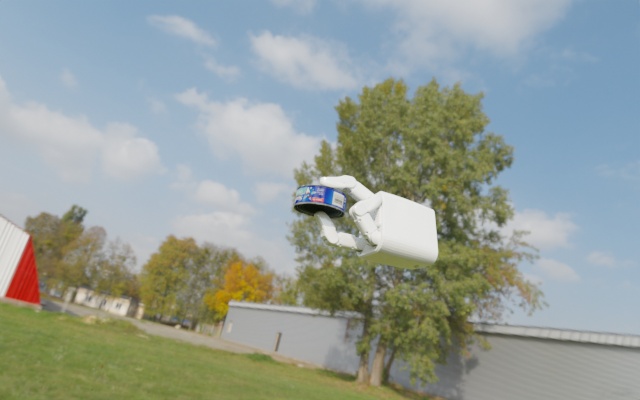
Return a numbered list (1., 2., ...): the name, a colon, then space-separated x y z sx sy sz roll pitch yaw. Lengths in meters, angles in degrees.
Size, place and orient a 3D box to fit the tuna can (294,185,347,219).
1. tuna can: 0.000 0.002 0.797 0.086 0.033 0.086 8 -16 2
